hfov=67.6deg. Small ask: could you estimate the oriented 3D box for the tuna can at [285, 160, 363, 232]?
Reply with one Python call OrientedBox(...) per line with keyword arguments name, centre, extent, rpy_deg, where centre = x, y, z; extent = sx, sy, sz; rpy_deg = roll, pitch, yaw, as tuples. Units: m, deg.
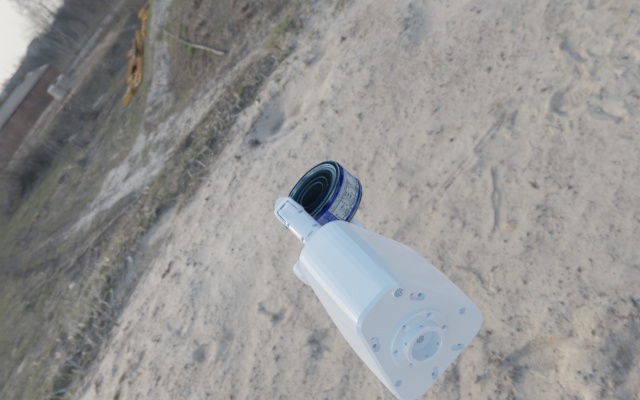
OrientedBox(name="tuna can", centre=(0.000, 0.001, 0.490), extent=(0.034, 0.086, 0.086), rpy_deg=(38, -20, -28))
